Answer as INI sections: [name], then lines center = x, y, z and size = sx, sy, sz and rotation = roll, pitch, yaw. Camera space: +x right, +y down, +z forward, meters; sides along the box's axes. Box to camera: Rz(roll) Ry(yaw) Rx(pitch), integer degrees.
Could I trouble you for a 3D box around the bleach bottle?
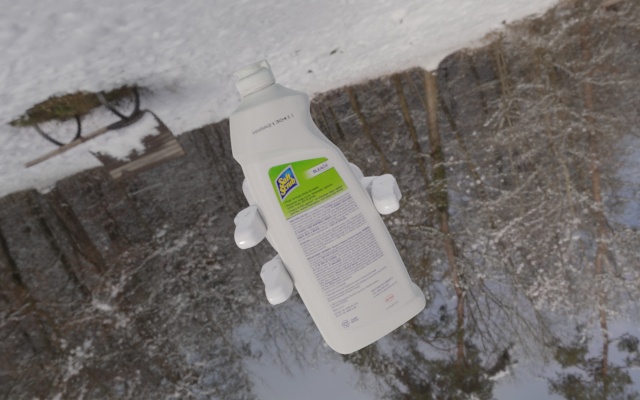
[bleach bottle]
center = 0.000, 0.001, 0.410
size = 0.102, 0.251, 0.068
rotation = -28, 15, -15
